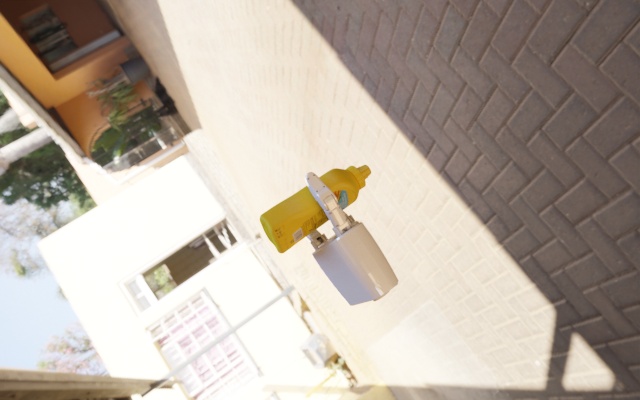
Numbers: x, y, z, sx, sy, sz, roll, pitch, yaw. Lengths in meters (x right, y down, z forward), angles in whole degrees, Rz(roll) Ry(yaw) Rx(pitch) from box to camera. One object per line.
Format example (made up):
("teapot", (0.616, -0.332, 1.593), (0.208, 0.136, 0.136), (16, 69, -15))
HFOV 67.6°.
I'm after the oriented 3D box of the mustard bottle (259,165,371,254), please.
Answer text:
("mustard bottle", (0.000, 0.002, 0.741), (0.191, 0.058, 0.096), (-34, -26, -13))
